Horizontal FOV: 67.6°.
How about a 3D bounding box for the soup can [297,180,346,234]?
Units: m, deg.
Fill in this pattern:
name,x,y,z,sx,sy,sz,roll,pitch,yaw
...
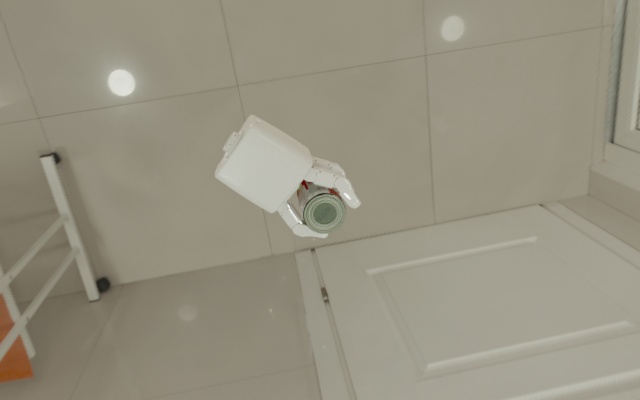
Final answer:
name,x,y,z,sx,sy,sz,roll,pitch,yaw
soup can,0.000,0.003,0.763,0.068,0.068,0.102,0,21,-8
